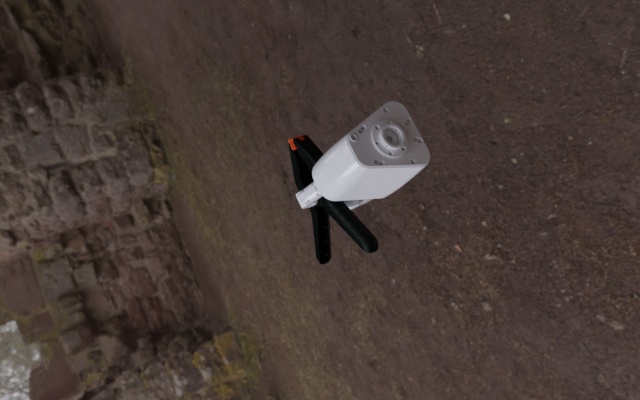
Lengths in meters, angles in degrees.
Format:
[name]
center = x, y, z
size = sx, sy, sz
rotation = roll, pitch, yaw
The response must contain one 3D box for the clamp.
[clamp]
center = -0.001, 0.002, 0.737
size = 0.036, 0.210, 0.165
rotation = -21, -9, -30
